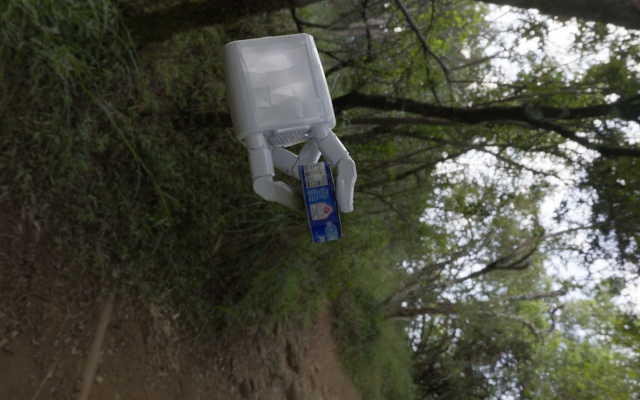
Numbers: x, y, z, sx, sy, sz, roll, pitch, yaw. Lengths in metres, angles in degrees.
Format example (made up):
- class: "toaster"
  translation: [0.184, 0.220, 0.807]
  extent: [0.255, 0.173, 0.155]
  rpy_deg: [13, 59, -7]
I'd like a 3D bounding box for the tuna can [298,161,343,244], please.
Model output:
- class: "tuna can"
  translation: [0.001, 0.002, 0.510]
  extent: [0.034, 0.086, 0.086]
  rpy_deg: [-10, 0, 0]
